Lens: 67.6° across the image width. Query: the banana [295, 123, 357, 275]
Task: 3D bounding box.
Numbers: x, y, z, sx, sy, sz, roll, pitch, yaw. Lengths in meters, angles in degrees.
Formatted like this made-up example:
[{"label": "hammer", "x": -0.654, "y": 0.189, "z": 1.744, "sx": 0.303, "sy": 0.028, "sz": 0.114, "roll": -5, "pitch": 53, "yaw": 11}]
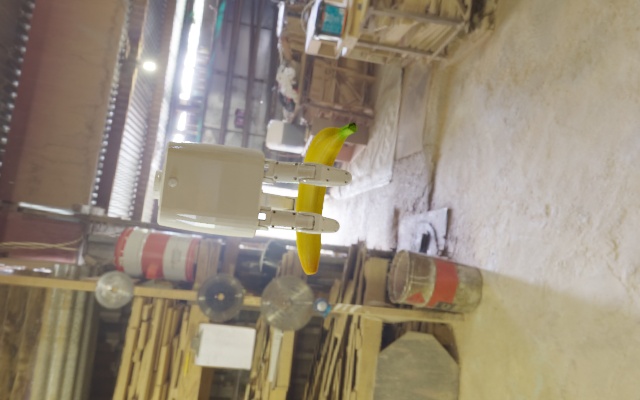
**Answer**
[{"label": "banana", "x": -0.005, "y": -0.008, "z": 0.595, "sx": 0.037, "sy": 0.198, "sz": 0.069, "roll": 6, "pitch": 19, "yaw": -22}]
